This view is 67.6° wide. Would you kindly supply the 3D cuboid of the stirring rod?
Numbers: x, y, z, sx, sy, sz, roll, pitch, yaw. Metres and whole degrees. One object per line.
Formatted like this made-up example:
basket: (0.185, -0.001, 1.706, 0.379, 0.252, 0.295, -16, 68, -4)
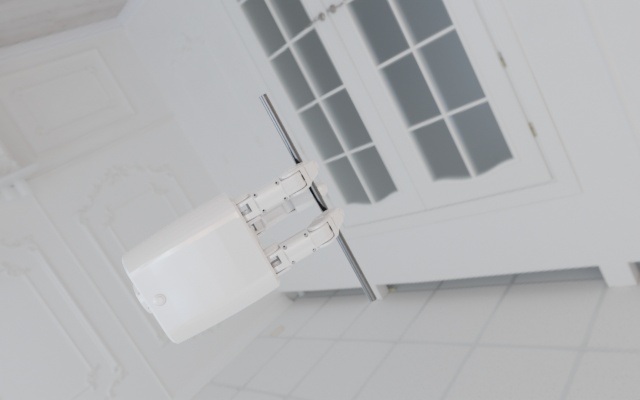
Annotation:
stirring rod: (0.000, 0.002, 0.486, 0.011, 0.239, 0.011, -27, 11, 6)
